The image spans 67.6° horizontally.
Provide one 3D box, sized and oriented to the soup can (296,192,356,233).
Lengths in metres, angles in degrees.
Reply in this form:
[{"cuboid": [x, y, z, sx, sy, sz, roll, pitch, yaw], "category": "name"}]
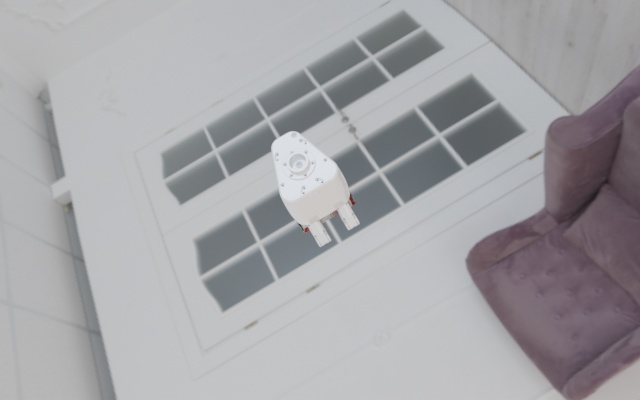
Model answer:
[{"cuboid": [0.000, 0.003, 0.816, 0.102, 0.068, 0.068, -30, 0, -1], "category": "soup can"}]
